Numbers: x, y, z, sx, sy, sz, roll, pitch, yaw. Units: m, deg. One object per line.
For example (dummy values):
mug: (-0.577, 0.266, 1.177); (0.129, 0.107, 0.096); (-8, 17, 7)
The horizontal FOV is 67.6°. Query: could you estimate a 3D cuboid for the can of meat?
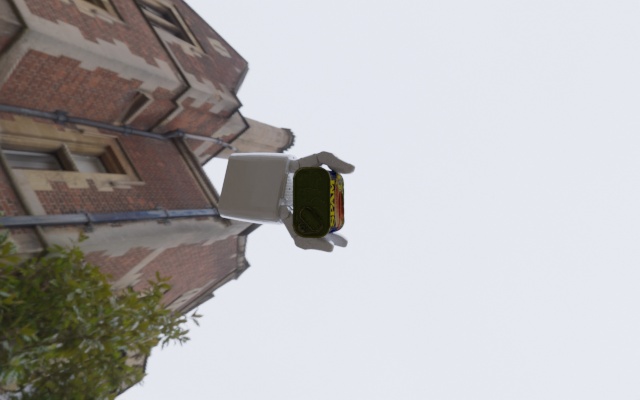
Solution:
can of meat: (0.000, 0.002, 0.714); (0.057, 0.102, 0.084); (0, 1, 19)
